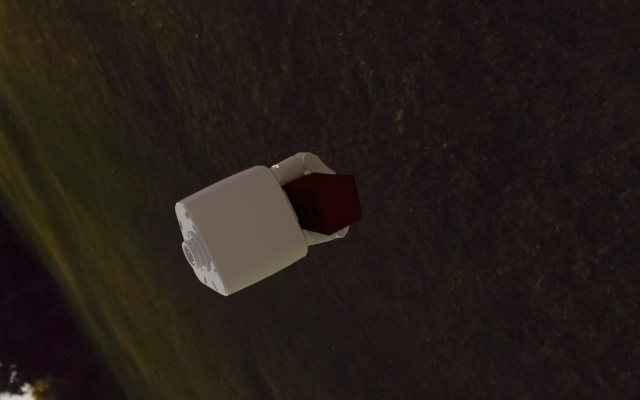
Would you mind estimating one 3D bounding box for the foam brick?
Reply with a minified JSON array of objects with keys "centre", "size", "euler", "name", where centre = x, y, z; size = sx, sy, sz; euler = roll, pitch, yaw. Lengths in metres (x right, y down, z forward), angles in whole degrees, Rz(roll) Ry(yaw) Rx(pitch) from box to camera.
[{"centre":[0.000,0.002,0.536],"size":[0.051,0.053,0.078],"euler":[-25,19,-31],"name":"foam brick"}]
